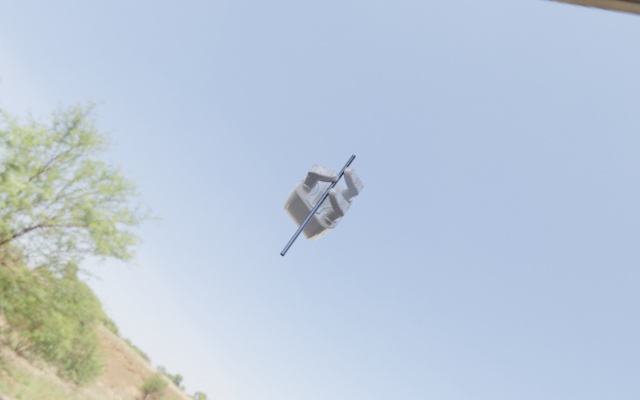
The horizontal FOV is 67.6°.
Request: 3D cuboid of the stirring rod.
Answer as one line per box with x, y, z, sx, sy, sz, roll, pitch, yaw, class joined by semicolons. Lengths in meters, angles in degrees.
0.000;0.003;0.826;0.011;0.239;0.011;27;-30;17;stirring rod
